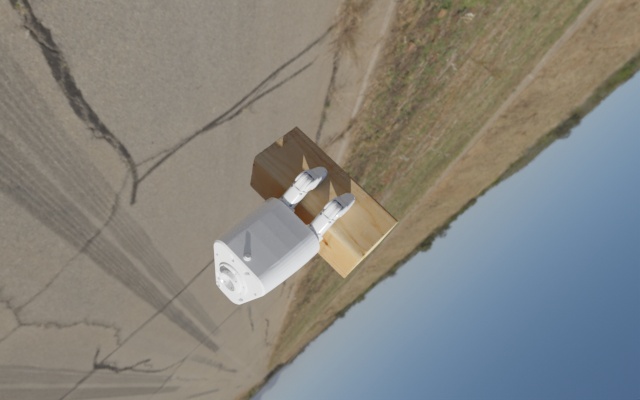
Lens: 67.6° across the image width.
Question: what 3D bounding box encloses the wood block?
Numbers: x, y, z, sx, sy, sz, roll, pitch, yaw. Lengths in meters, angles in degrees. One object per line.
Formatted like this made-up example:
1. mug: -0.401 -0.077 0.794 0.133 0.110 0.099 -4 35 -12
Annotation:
1. wood block: 0.000 0.003 0.712 0.090 0.206 0.091 -41 -11 -27
